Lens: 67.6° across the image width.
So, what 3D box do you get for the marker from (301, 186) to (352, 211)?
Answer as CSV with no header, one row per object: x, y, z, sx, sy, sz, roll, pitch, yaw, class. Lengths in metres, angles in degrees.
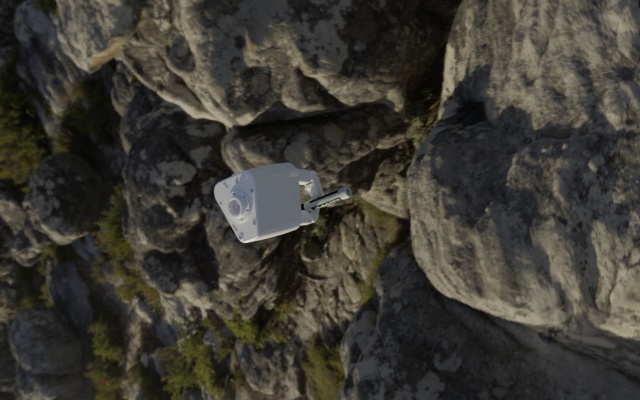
0.000,0.003,0.822,0.121,0.020,0.020,-20,-12,35,marker
